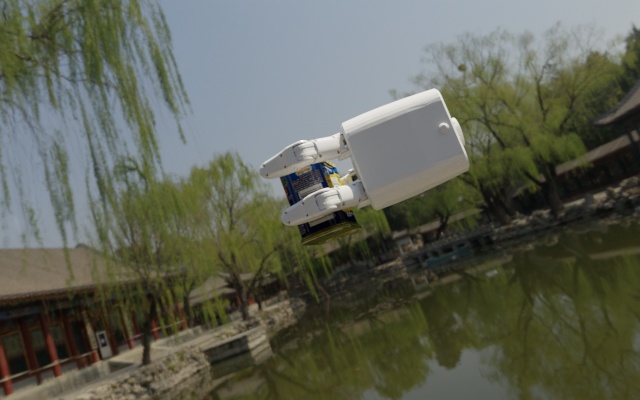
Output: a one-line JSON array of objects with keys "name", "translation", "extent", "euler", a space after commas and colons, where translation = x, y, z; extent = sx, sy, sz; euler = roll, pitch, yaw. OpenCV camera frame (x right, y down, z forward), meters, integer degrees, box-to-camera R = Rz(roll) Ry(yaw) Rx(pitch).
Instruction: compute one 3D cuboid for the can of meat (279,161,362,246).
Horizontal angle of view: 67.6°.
[{"name": "can of meat", "translation": [0.000, 0.001, 0.537], "extent": [0.057, 0.084, 0.102], "euler": [-22, -9, 12]}]
